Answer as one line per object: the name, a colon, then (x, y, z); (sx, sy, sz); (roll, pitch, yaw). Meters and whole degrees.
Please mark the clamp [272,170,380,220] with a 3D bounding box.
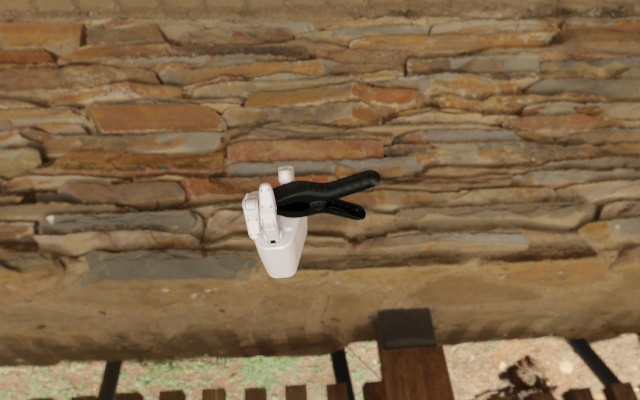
clamp: (0.000, 0.003, 0.706); (0.171, 0.039, 0.120); (-5, -35, 0)
